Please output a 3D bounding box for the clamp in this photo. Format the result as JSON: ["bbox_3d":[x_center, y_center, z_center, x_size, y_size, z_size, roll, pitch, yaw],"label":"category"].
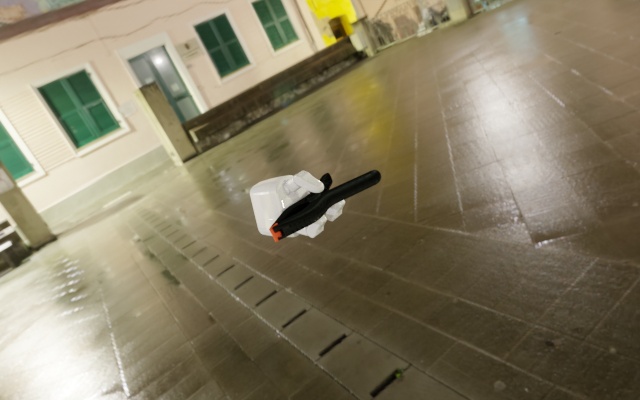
[{"bbox_3d":[-0.001,0.002,0.845,0.210,0.036,0.164,-39,20,-34],"label":"clamp"}]
